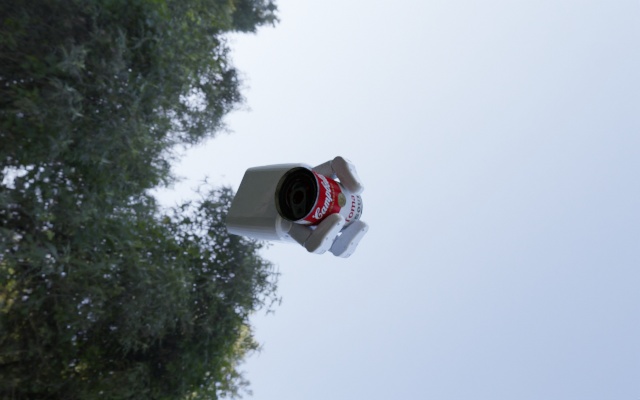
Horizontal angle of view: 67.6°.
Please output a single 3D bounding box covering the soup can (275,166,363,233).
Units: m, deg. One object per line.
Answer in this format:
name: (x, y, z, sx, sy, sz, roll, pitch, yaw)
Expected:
soup can: (0.001, 0.002, 0.611, 0.068, 0.068, 0.102, 0, -11, 37)
